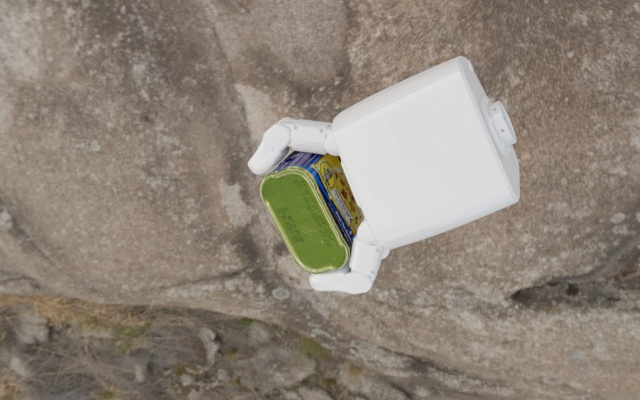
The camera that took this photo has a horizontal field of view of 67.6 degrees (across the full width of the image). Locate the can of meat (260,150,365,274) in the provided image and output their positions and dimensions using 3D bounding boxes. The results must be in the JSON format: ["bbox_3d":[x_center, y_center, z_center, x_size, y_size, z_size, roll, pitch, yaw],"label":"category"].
[{"bbox_3d":[0.000,0.001,0.420,0.057,0.102,0.084,-19,18,28],"label":"can of meat"}]
